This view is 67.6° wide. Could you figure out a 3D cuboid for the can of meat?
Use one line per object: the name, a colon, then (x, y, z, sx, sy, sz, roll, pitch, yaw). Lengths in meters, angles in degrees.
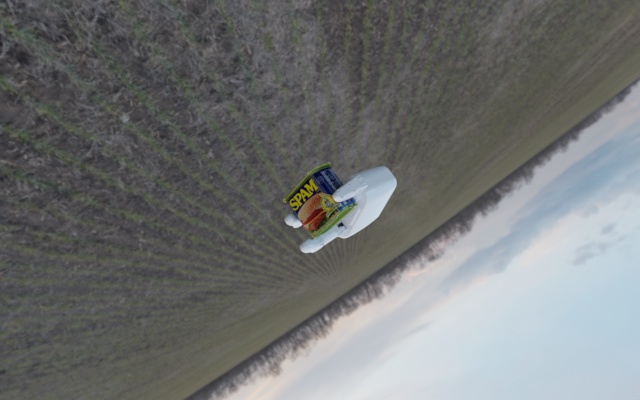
can of meat: (0.000, 0.003, 0.777, 0.057, 0.084, 0.102, -23, -16, -51)
